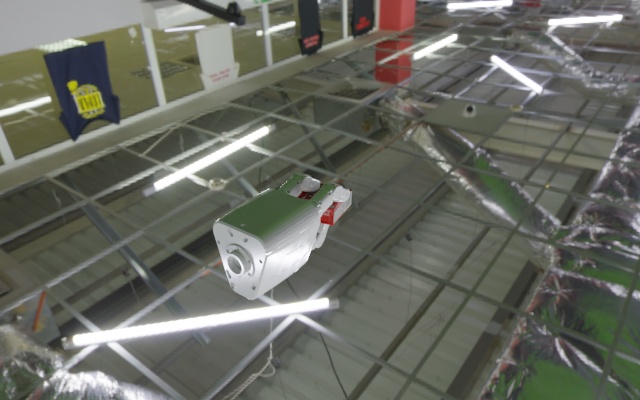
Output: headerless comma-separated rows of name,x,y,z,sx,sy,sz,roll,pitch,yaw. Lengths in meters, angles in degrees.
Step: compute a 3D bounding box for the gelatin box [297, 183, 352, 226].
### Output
gelatin box,0.000,0.003,0.729,0.073,0.030,0.089,12,25,19
